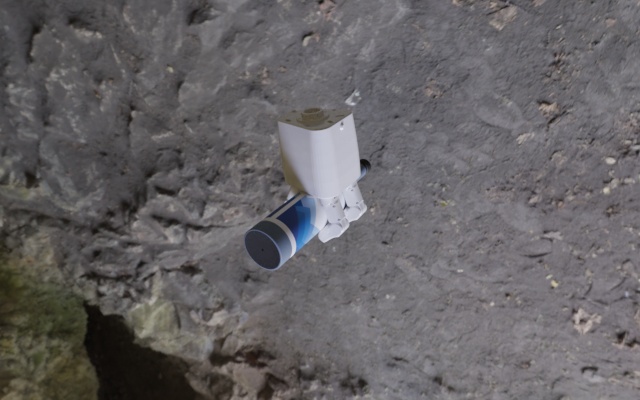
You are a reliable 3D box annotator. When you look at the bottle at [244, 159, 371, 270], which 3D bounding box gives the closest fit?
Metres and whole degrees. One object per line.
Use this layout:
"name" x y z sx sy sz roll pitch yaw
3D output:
"bottle" 0.000 0.003 0.757 0.069 0.069 0.295 0 26 37
